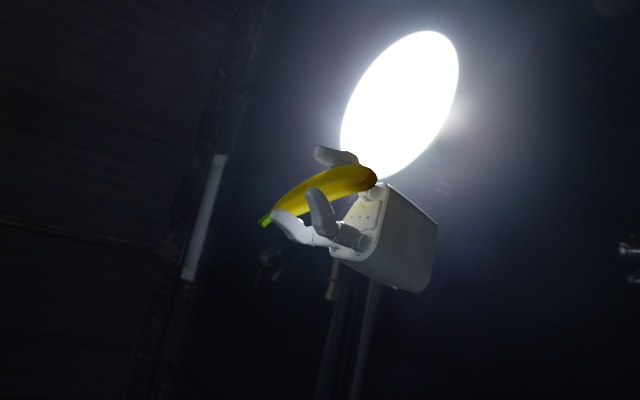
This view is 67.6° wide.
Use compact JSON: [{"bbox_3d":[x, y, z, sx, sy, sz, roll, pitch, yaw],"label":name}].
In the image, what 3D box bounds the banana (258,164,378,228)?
[{"bbox_3d":[0.005,-0.009,0.594,0.198,0.037,0.069,-24,26,42],"label":"banana"}]
